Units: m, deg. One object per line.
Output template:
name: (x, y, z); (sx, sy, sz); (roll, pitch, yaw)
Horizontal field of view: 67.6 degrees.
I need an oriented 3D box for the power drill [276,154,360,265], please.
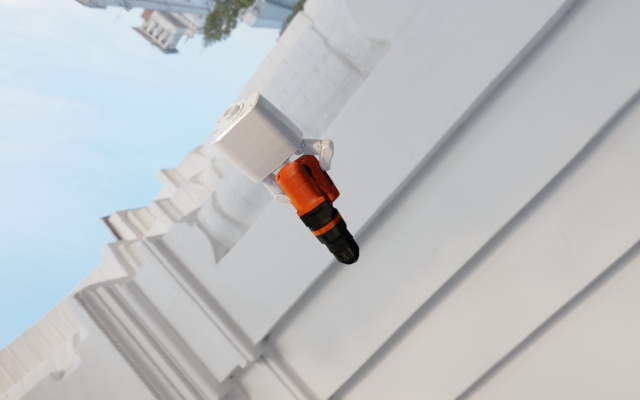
power drill: (0.000, 0.002, 0.783); (0.057, 0.184, 0.187); (-32, 15, 7)
